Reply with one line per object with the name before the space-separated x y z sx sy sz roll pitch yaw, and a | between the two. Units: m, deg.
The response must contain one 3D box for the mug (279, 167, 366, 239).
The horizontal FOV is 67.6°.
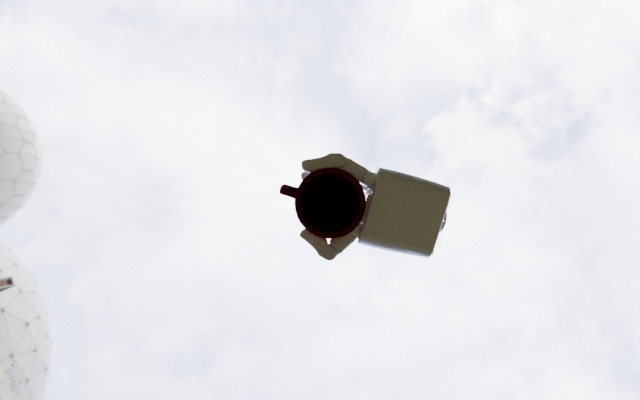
mug | -0.001 0.002 0.658 0.117 0.093 0.081 15 -3 -1
